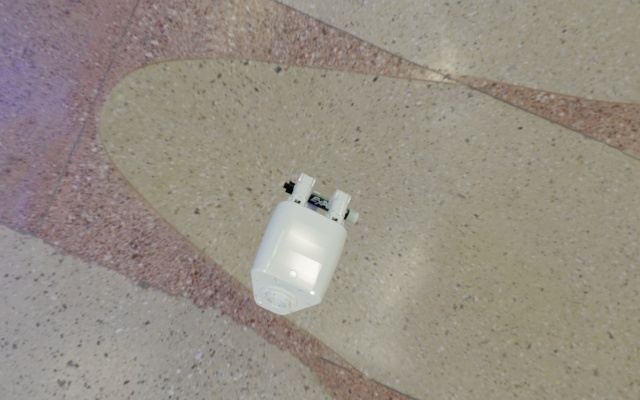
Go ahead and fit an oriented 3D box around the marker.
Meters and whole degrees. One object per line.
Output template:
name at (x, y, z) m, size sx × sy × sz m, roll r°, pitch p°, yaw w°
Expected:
marker at (0.000, 0.002, 0.717) m, size 0.121 × 0.020 × 0.020 m, roll 25°, pitch -2°, yaw -5°
